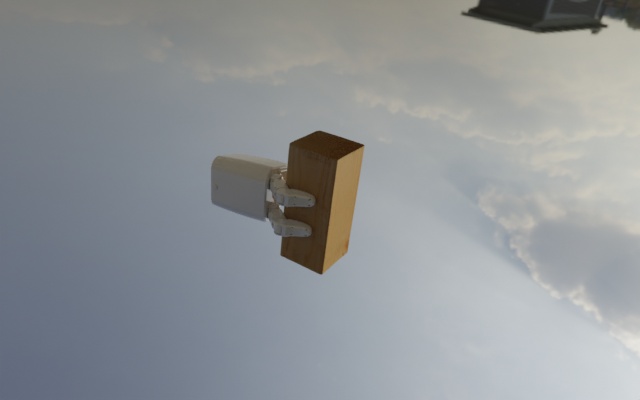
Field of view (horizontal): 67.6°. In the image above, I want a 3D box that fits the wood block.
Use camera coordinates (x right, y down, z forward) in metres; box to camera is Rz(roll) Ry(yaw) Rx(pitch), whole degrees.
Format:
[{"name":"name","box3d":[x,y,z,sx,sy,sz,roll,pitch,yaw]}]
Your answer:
[{"name":"wood block","box3d":[0.000,0.002,0.786,0.090,0.206,0.090,22,32,25]}]
